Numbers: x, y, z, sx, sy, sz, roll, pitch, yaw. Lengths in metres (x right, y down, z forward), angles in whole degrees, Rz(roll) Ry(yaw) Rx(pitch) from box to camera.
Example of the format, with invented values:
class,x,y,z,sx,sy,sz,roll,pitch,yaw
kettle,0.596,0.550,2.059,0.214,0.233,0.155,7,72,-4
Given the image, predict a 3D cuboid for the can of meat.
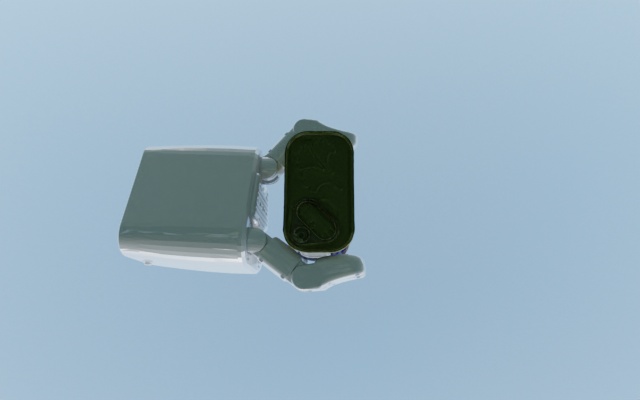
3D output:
class,x,y,z,sx,sy,sz,roll,pitch,yaw
can of meat,0.000,0.001,0.424,0.057,0.102,0.084,0,-14,2
